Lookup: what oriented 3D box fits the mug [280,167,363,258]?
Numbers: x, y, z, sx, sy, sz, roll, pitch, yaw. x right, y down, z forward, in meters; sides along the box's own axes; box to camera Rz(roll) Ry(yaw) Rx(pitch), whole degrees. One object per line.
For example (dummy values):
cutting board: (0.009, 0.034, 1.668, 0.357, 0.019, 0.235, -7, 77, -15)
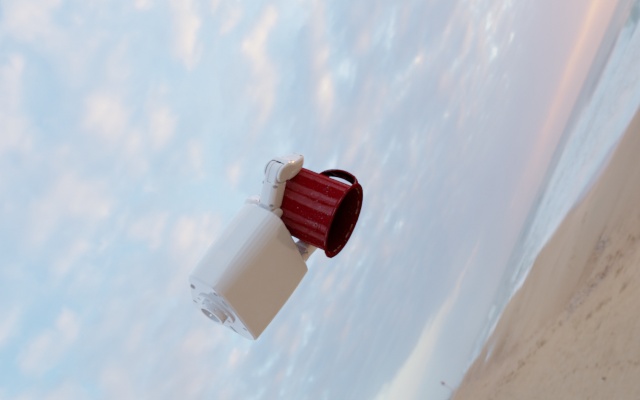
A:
mug: (0.001, 0.001, 0.572, 0.081, 0.117, 0.093, 22, -36, 22)
